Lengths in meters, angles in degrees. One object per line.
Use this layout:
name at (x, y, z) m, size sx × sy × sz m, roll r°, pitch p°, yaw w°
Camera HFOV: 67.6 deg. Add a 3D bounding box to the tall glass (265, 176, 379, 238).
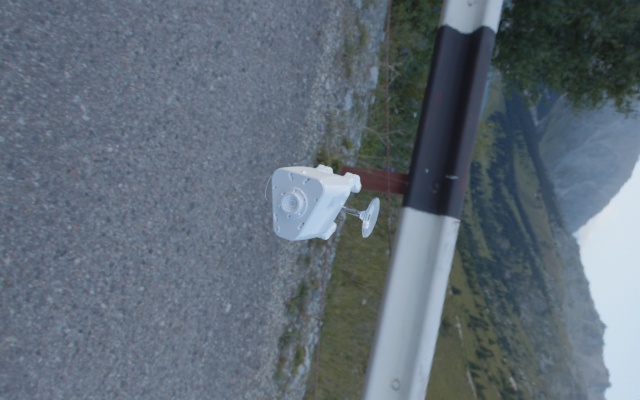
tall glass at (0.001, 0.003, 0.868) m, size 0.201 × 0.079 × 0.079 m, roll 17°, pitch 6°, yaw 21°
